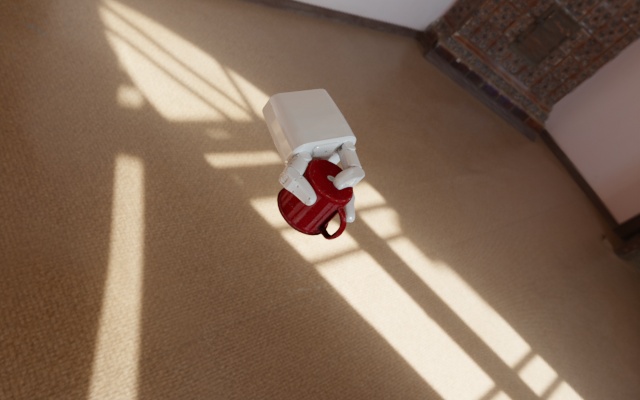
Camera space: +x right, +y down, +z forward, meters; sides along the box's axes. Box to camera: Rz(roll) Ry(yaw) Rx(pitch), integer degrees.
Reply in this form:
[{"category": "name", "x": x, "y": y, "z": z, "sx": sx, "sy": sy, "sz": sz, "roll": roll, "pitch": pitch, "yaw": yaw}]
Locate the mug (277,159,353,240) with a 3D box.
[{"category": "mug", "x": 0.001, "y": 0.003, "z": 0.706, "sx": 0.093, "sy": 0.117, "sz": 0.081, "roll": -6, "pitch": -30, "yaw": -44}]
